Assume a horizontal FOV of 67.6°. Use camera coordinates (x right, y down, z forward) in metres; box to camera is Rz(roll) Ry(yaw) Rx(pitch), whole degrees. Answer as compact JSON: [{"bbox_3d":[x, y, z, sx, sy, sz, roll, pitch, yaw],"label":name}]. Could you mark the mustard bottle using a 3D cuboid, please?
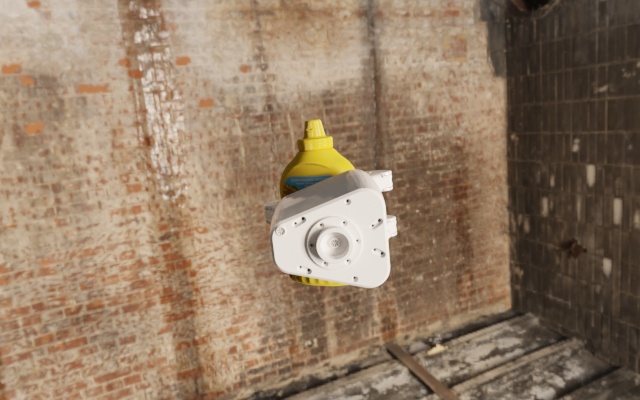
[{"bbox_3d":[0.000,0.002,0.564,0.096,0.192,0.058,-1,12,25],"label":"mustard bottle"}]
